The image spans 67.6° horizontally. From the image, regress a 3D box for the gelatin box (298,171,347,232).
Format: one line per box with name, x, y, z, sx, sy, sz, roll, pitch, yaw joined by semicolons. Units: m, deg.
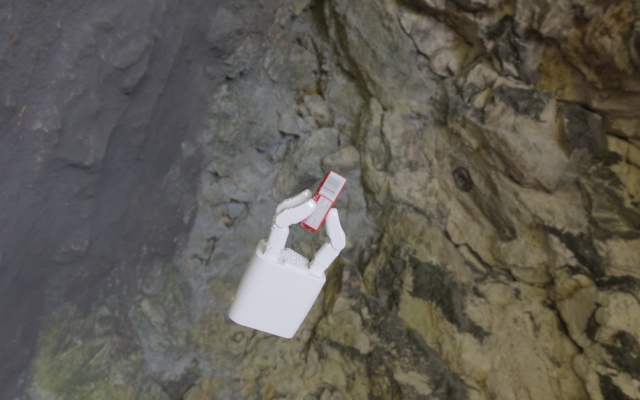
gelatin box;0.001;0.002;0.703;0.030;0.089;0.073;31;-4;-4
